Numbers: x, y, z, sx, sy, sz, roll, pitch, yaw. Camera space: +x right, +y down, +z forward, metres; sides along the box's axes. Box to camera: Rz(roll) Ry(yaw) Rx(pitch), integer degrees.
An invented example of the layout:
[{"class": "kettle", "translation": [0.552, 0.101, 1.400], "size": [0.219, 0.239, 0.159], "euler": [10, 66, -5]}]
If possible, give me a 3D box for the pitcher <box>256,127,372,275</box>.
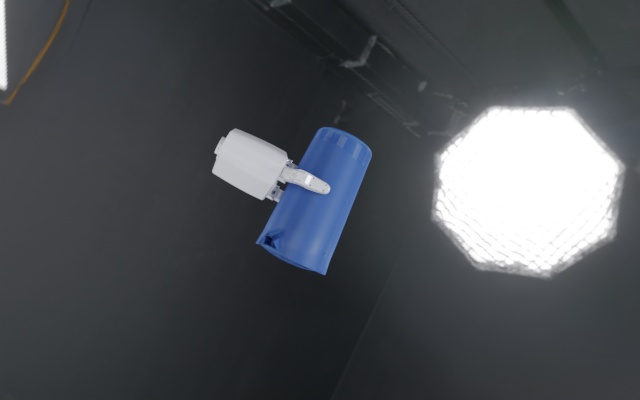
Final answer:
[{"class": "pitcher", "translation": [0.000, 0.003, 0.851], "size": [0.145, 0.243, 0.149], "euler": [27, -7, -9]}]
